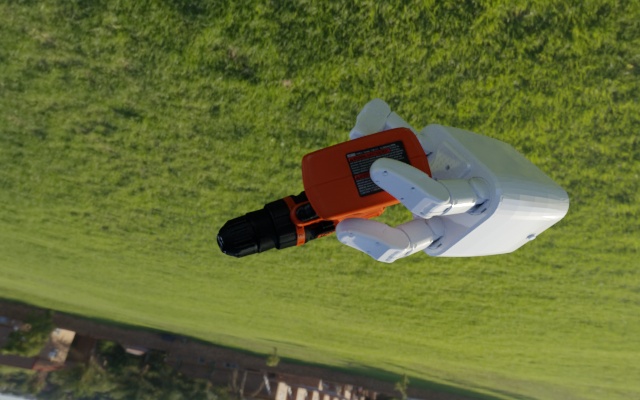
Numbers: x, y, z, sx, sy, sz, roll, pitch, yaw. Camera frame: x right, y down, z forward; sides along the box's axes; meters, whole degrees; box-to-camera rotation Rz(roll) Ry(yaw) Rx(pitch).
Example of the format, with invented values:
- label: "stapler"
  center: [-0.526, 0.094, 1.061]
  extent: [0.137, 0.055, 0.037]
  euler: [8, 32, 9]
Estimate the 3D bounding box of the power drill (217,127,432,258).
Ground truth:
- label: "power drill"
  center: [0.000, 0.001, 0.435]
  extent: [0.184, 0.057, 0.188]
  euler: [-19, -6, -19]
